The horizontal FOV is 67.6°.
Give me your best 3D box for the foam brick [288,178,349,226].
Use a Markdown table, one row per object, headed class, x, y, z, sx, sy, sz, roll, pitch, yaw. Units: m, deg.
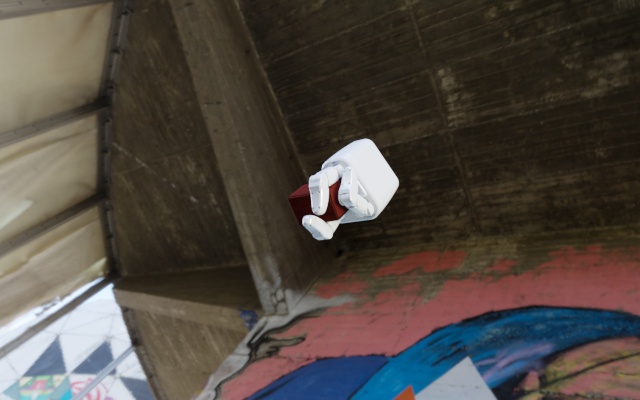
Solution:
| class | x | y | z | sx | sy | sz | roll | pitch | yaw |
| --- | --- | --- | --- | --- | --- | --- | --- | --- | --- |
| foam brick | 0.000 | 0.002 | 0.751 | 0.078 | 0.053 | 0.051 | -9 | 21 | 34 |
